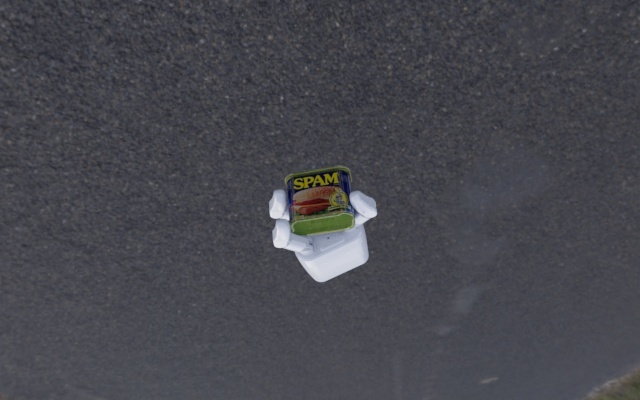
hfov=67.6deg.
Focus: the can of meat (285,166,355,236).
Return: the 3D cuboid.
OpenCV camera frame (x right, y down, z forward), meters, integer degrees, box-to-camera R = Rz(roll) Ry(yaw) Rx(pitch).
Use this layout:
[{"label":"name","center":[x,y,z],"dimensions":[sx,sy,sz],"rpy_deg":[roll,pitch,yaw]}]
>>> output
[{"label":"can of meat","center":[0.000,0.003,0.720],"dimensions":[0.102,0.084,0.057],"rpy_deg":[-9,-32,6]}]
